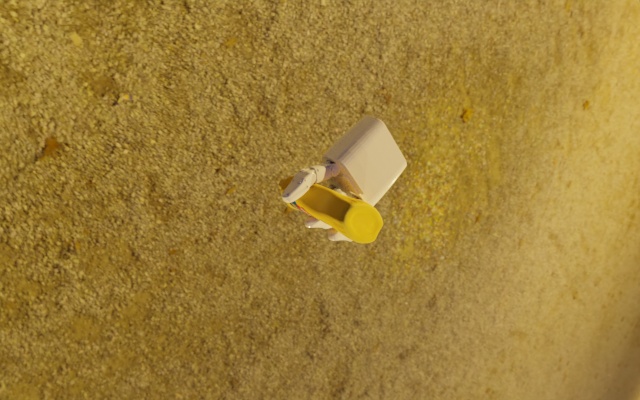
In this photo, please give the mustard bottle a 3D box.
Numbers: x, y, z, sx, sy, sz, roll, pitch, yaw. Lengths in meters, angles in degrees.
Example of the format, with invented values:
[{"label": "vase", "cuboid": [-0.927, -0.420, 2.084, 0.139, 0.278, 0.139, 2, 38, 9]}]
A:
[{"label": "mustard bottle", "cuboid": [0.000, 0.003, 0.745, 0.191, 0.058, 0.096, 26, -1, 42]}]
